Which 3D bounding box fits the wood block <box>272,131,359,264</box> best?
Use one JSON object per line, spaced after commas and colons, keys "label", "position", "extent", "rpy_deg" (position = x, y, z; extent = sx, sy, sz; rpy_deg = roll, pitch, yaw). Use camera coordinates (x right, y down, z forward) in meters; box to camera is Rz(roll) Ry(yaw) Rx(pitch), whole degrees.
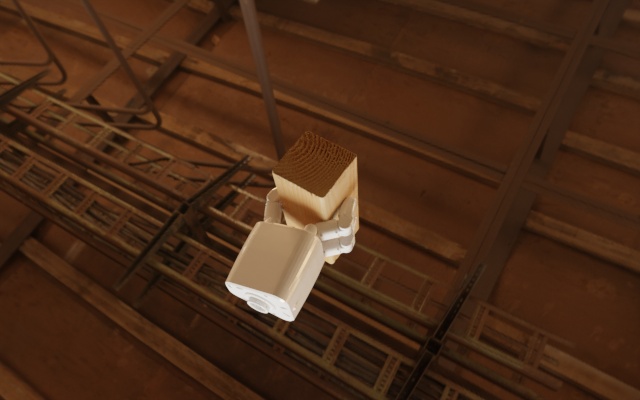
{"label": "wood block", "position": [0.000, 0.003, 0.751], "extent": [0.091, 0.090, 0.206], "rpy_deg": [28, -26, 21]}
